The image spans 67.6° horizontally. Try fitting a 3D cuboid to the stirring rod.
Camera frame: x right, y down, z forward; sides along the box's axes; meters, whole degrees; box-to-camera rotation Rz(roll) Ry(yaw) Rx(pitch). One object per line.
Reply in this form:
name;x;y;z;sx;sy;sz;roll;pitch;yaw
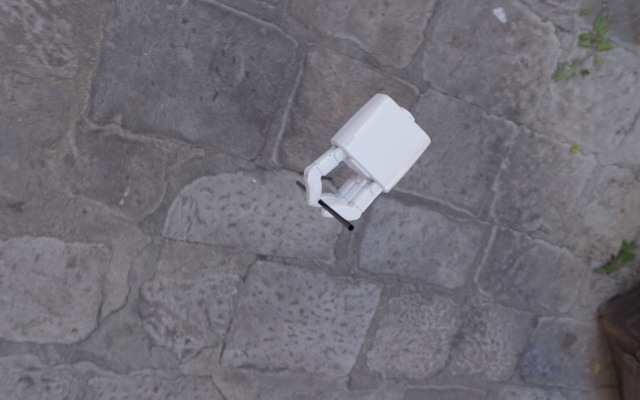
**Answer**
stirring rod;0.000;0.002;0.725;0.011;0.011;0.239;0;16;-20
